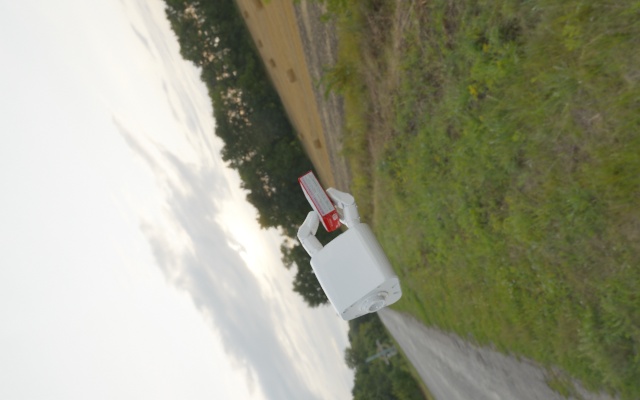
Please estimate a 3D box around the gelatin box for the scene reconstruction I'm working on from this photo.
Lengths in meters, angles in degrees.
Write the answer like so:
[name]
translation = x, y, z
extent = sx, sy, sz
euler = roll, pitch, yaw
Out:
[gelatin box]
translation = 0.000, 0.003, 0.817
extent = 0.030, 0.089, 0.073
euler = -31, -23, -4
